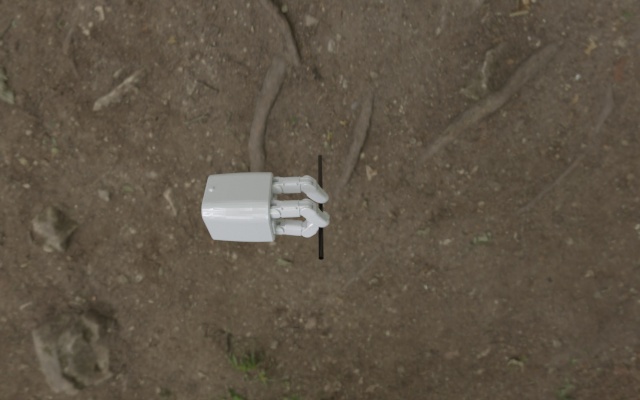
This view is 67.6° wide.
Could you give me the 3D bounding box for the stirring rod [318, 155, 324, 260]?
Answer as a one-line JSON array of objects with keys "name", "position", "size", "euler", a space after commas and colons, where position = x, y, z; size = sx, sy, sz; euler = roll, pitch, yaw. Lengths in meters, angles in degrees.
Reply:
[{"name": "stirring rod", "position": [0.000, 0.003, 0.809], "size": [0.011, 0.239, 0.011], "euler": [0, -45, 0]}]
